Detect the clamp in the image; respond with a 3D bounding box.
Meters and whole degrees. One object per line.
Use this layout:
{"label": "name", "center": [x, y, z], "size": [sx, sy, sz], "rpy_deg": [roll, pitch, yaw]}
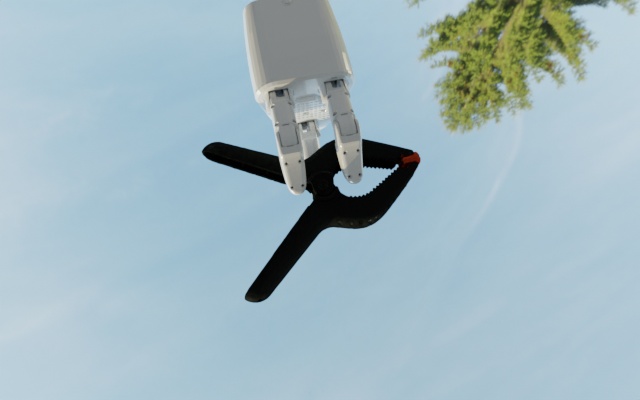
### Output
{"label": "clamp", "center": [0.001, 0.001, 0.465], "size": [0.210, 0.164, 0.036], "rpy_deg": [-11, -17, -6]}
